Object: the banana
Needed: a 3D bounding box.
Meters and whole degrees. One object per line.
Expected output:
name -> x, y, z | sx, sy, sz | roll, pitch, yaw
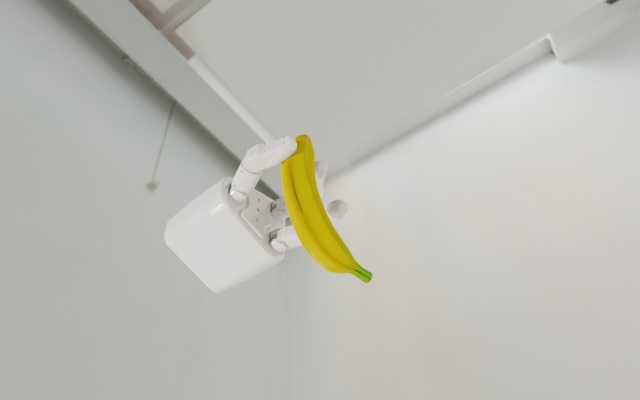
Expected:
banana -> -0.010, 0.000, 0.507 | 0.037, 0.197, 0.070 | -35, -31, 24
